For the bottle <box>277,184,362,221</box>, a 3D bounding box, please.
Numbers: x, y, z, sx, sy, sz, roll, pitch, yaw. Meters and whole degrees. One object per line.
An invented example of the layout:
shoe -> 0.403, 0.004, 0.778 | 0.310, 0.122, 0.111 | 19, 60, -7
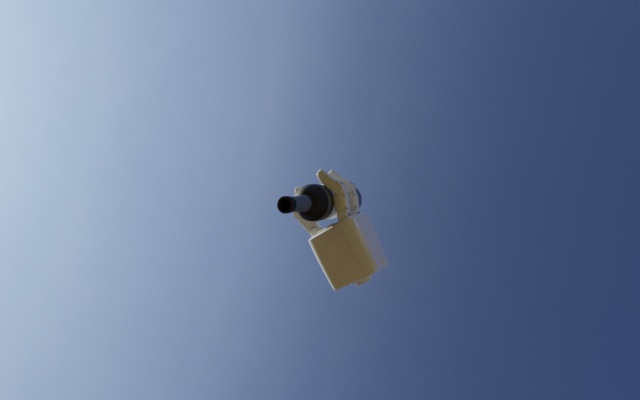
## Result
bottle -> 0.000, 0.003, 0.874 | 0.069, 0.069, 0.295 | 0, 2, 22
